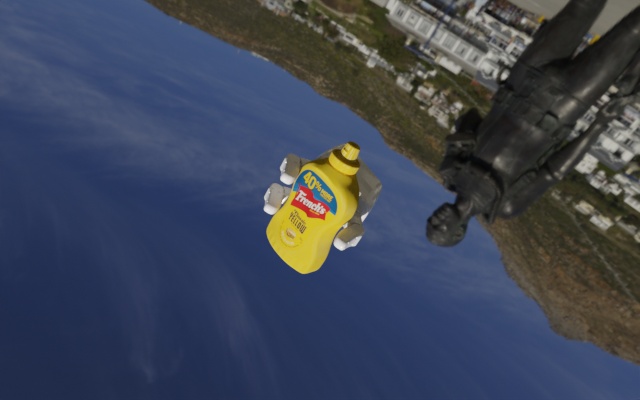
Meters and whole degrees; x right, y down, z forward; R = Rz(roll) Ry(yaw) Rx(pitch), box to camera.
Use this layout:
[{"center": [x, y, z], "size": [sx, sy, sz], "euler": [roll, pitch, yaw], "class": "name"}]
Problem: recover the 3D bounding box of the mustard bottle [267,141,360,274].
[{"center": [0.000, 0.002, 0.649], "size": [0.058, 0.192, 0.096], "euler": [-6, 45, -49], "class": "mustard bottle"}]
